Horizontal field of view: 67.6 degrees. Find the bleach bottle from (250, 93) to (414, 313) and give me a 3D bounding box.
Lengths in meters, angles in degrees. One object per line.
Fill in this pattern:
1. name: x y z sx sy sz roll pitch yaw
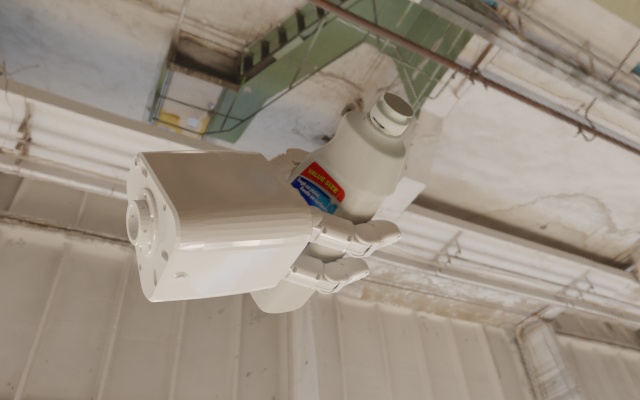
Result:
1. bleach bottle: 0.000 0.002 0.448 0.068 0.102 0.251 -1 -40 -38
